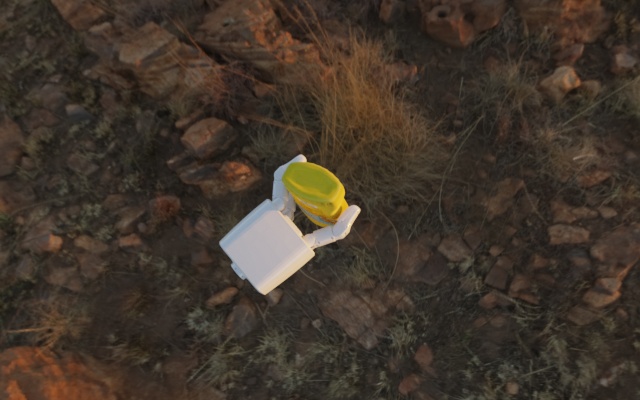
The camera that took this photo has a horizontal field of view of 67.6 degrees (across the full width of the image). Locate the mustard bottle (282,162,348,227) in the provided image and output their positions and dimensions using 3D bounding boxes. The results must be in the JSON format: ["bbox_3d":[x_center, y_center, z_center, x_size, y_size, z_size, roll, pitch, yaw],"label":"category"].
[{"bbox_3d":[0.000,0.002,0.801,0.096,0.058,0.192,22,-14,16],"label":"mustard bottle"}]
